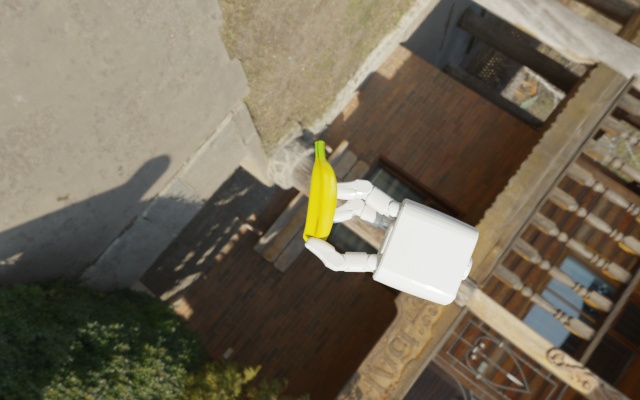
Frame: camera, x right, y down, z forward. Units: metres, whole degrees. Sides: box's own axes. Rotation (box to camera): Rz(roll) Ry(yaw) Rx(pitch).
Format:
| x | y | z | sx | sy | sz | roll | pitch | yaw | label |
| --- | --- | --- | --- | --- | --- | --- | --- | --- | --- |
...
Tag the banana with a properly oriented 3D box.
| x | y | z | sx | sy | sz | roll | pitch | yaw | label |
| --- | --- | --- | --- | --- | --- | --- | --- | --- | --- |
| 0.000 | 0.014 | 0.648 | 0.037 | 0.069 | 0.198 | 6 | -42 | -3 | banana |
